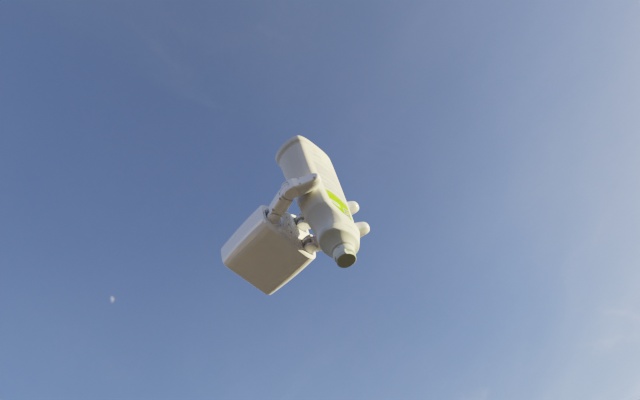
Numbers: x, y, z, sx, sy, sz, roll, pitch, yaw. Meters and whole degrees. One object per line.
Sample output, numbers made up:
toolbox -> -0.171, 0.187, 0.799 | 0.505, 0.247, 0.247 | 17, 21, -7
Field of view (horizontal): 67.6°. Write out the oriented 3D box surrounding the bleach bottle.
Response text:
bleach bottle -> 0.000, 0.002, 0.743 | 0.103, 0.068, 0.250 | 33, 22, -35
